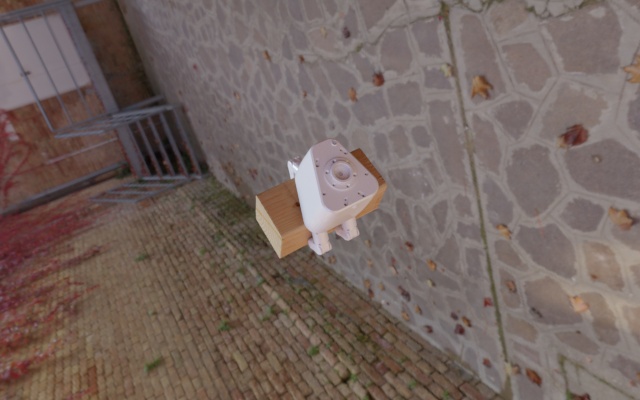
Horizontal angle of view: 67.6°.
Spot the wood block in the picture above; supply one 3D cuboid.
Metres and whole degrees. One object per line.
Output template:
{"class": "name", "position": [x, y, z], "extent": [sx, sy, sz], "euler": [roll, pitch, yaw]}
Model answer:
{"class": "wood block", "position": [0.000, 0.002, 0.829], "extent": [0.206, 0.090, 0.090], "euler": [-25, -23, -20]}
